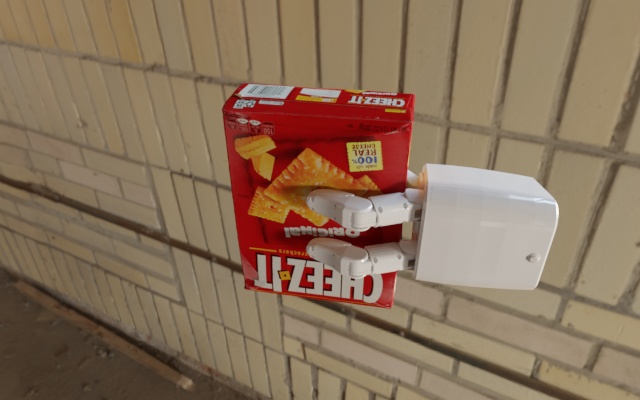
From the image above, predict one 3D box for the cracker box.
[{"bbox_3d":[0.000,0.001,0.468,0.164,0.214,0.072,6,34,9],"label":"cracker box"}]
